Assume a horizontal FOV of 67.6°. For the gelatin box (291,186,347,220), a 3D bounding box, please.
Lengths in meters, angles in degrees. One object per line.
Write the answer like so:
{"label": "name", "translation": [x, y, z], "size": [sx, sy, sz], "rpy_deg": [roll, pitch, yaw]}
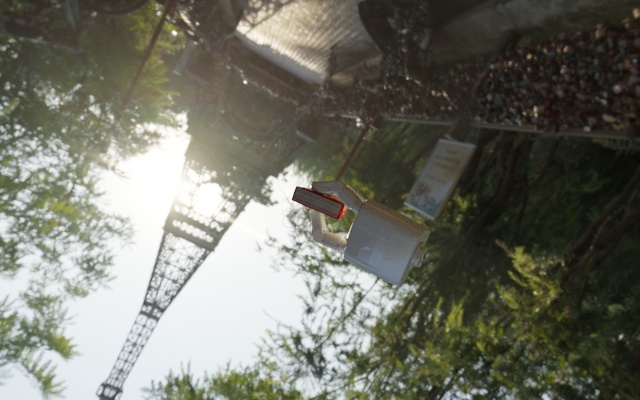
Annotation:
{"label": "gelatin box", "translation": [0.000, 0.003, 0.825], "size": [0.089, 0.030, 0.073], "rpy_deg": [21, 3, 7]}
